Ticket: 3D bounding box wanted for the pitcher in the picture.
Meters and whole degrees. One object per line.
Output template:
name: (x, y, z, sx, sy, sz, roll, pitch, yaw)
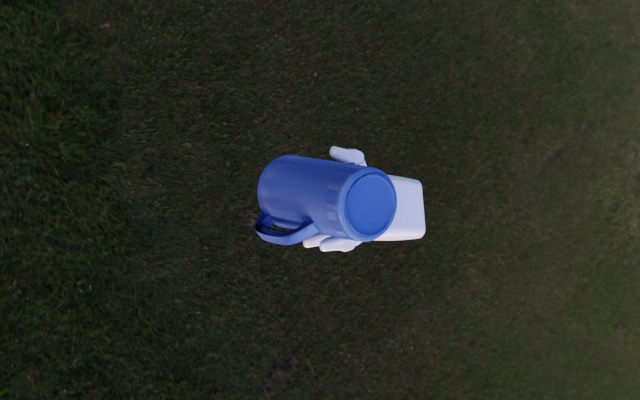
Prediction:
pitcher: (0.000, 0.002, 0.768, 0.145, 0.149, 0.243, 4, 4, -33)
